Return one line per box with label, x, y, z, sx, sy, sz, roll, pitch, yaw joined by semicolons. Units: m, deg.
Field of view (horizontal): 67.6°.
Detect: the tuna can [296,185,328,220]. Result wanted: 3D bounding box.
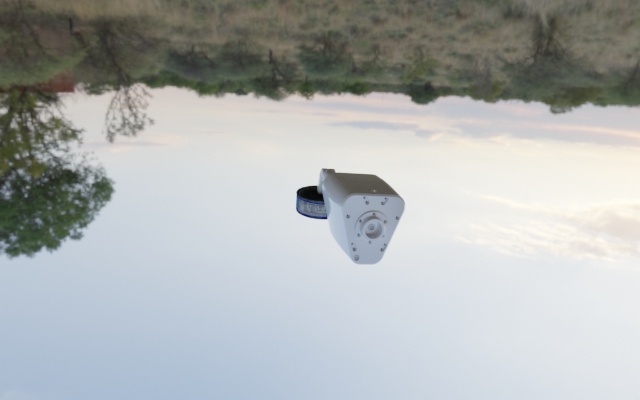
tuna can;0.000;0.003;0.823;0.086;0.034;0.086;4;20;-1
